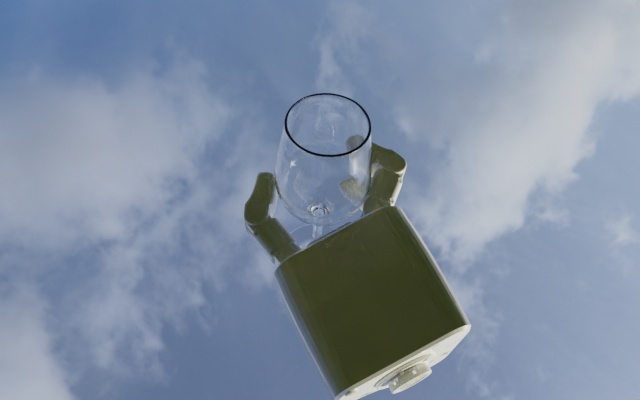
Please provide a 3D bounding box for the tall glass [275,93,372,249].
[{"bbox_3d":[0.000,0.002,0.418,0.079,0.079,0.201,0,-34,-4],"label":"tall glass"}]
